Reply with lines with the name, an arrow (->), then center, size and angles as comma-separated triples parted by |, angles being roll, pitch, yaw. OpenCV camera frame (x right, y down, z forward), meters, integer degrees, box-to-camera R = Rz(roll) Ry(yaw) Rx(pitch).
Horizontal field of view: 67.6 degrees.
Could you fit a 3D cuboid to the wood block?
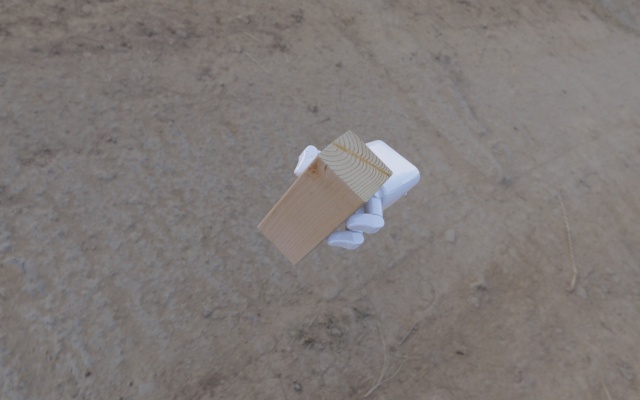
wood block -> 0.000, 0.002, 0.719 | 0.090, 0.091, 0.206 | -43, -2, -44
